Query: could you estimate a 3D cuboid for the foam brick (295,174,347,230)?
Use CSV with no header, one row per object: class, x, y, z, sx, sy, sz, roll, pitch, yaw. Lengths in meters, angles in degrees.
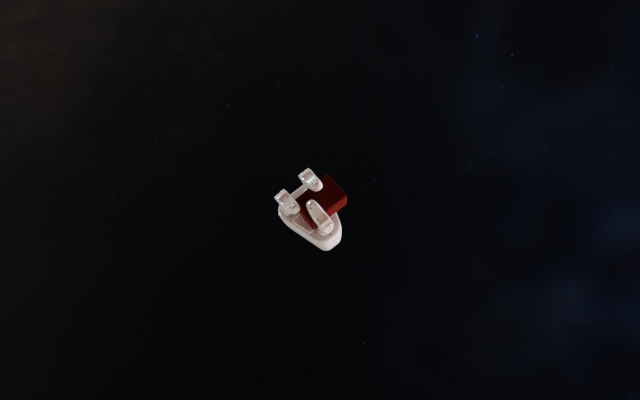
foam brick,0.000,0.003,0.825,0.078,0.053,0.051,-38,-15,-6
